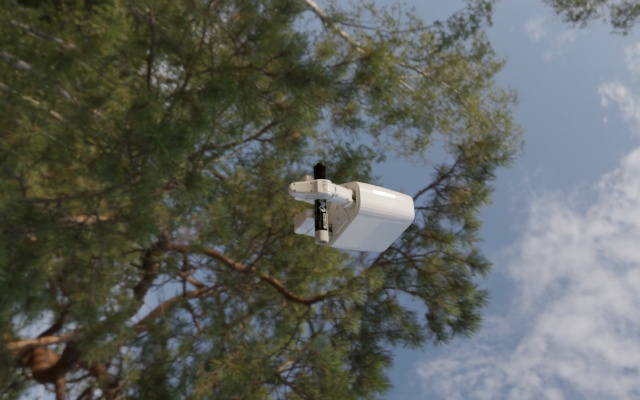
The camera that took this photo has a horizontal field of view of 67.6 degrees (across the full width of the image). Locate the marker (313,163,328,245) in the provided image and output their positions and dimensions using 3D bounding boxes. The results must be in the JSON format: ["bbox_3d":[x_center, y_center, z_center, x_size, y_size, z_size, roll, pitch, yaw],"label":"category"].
[{"bbox_3d":[0.000,0.002,0.676,0.020,0.121,0.020,-1,-23,-1],"label":"marker"}]
